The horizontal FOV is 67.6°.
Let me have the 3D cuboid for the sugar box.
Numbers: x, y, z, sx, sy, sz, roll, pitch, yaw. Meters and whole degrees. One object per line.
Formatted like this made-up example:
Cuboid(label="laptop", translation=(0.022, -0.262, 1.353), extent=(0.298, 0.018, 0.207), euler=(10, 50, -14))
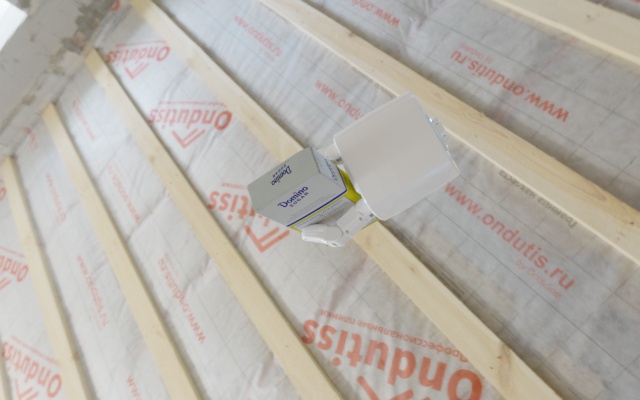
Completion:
Cuboid(label="sugar box", translation=(0.000, 0.001, 0.594), extent=(0.093, 0.048, 0.176), euler=(-31, -33, 18))
